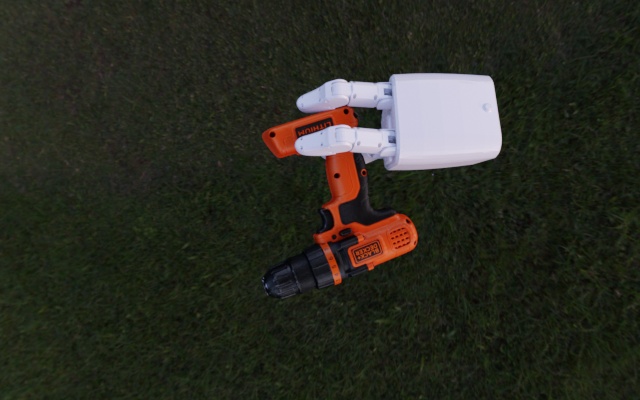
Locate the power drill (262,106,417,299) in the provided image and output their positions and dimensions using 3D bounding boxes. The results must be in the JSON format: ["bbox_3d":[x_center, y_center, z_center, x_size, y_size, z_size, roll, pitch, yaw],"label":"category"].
[{"bbox_3d":[0.000,0.001,0.536,0.184,0.187,0.057,-20,7,-11],"label":"power drill"}]
